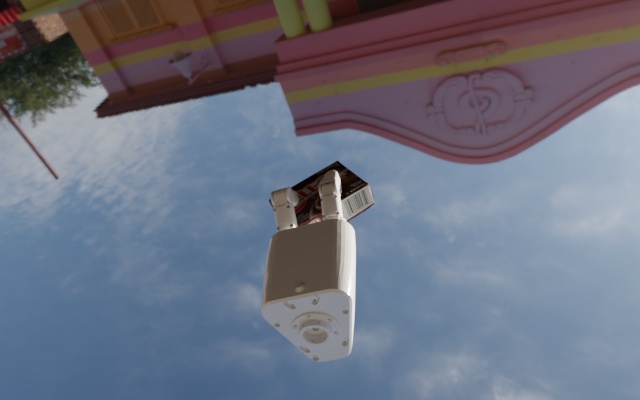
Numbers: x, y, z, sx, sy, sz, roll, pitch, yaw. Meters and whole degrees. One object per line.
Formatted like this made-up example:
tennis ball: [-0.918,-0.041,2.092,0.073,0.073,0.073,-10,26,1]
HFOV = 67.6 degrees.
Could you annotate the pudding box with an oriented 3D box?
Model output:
pudding box: [0.000,0.002,0.617,0.113,0.039,0.090,-29,34,-12]
